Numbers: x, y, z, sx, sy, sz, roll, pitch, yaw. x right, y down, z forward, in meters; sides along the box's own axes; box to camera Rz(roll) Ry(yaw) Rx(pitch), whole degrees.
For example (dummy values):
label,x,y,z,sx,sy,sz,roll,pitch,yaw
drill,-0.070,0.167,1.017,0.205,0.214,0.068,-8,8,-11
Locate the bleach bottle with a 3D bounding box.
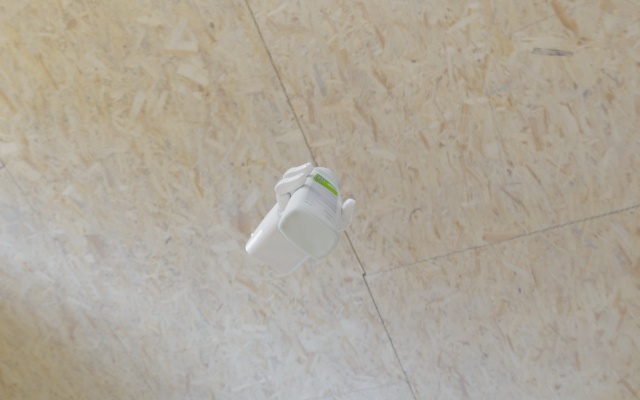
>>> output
label,x,y,z,sx,sy,sz,roll,pitch,yaw
bleach bottle,0.000,0.003,0.874,0.102,0.068,0.250,39,25,-7
